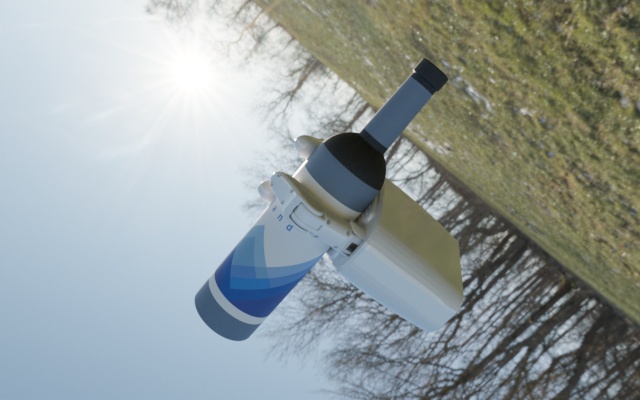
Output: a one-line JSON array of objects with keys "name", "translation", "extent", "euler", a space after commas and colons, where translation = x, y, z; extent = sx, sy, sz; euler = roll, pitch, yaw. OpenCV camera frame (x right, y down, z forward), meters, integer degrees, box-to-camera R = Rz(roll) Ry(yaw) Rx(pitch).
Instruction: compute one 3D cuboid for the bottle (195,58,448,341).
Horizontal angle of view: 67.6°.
[{"name": "bottle", "translation": [0.000, 0.002, 0.422], "extent": [0.069, 0.296, 0.069], "euler": [38, 15, -12]}]
